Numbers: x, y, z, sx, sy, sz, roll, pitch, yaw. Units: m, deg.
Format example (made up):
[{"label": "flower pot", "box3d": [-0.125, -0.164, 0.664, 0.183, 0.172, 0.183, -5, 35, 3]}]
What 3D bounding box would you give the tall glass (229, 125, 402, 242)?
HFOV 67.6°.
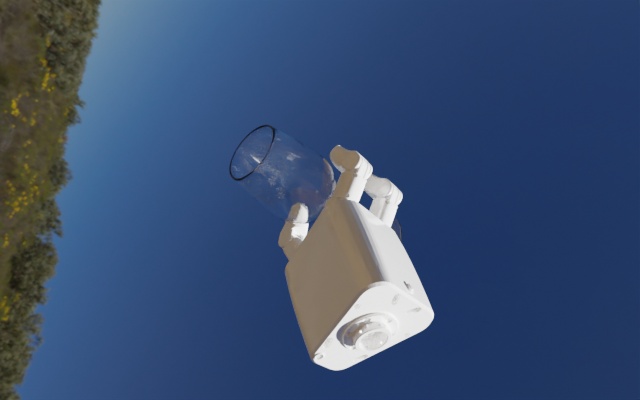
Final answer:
[{"label": "tall glass", "box3d": [0.000, 0.002, 0.506, 0.079, 0.079, 0.201, 0, -29, 49]}]
